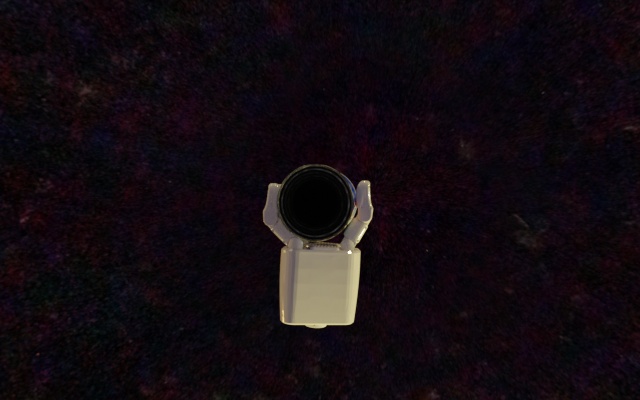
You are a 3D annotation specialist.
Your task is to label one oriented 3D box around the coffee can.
[{"bbox_3d":[0.000,0.002,0.693,0.103,0.103,0.140,0,1,6],"label":"coffee can"}]
